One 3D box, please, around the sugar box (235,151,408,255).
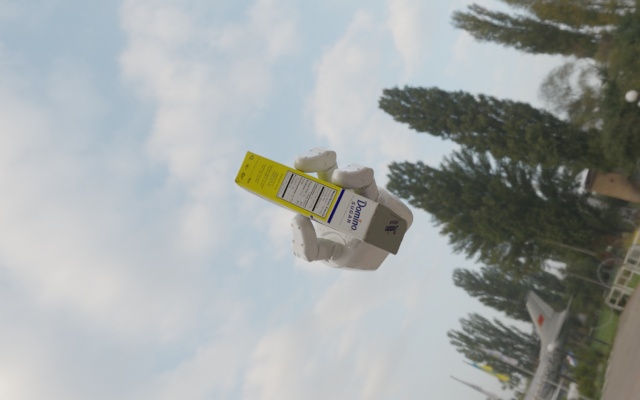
[{"bbox_3d":[0.000,0.001,0.520,0.176,0.048,0.093,20,-4,31],"label":"sugar box"}]
